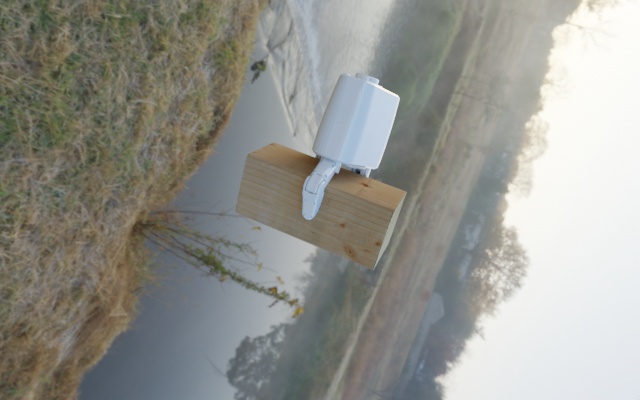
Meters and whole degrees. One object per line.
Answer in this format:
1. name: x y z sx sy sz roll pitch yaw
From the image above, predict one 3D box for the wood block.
1. wood block: 0.000 0.002 0.658 0.206 0.090 0.090 21 24 13
